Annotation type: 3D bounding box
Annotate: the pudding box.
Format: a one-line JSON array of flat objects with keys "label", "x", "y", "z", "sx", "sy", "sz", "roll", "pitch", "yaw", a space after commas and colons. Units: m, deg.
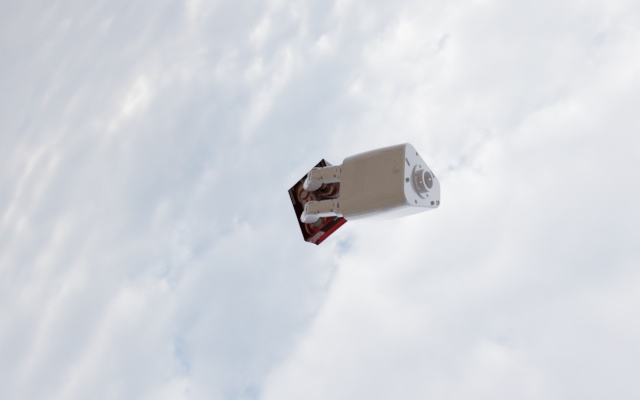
[{"label": "pudding box", "x": 0.000, "y": 0.003, "z": 0.775, "sx": 0.090, "sy": 0.113, "sz": 0.039, "roll": -40, "pitch": -43, "yaw": 23}]
